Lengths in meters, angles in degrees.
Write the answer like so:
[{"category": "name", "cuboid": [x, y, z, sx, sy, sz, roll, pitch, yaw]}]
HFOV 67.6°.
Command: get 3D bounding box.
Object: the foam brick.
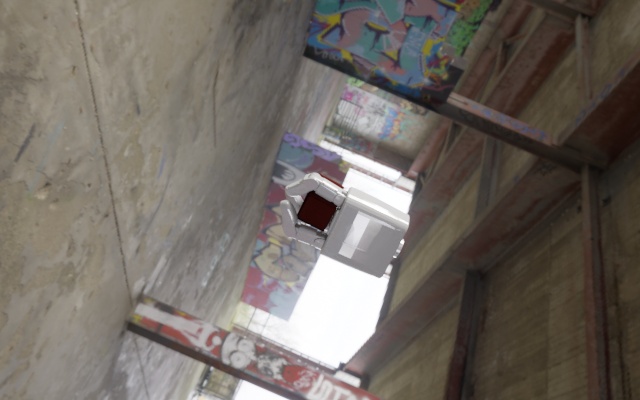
[{"category": "foam brick", "cuboid": [0.000, 0.002, 0.777, 0.051, 0.053, 0.078, 26, 32, -2]}]
